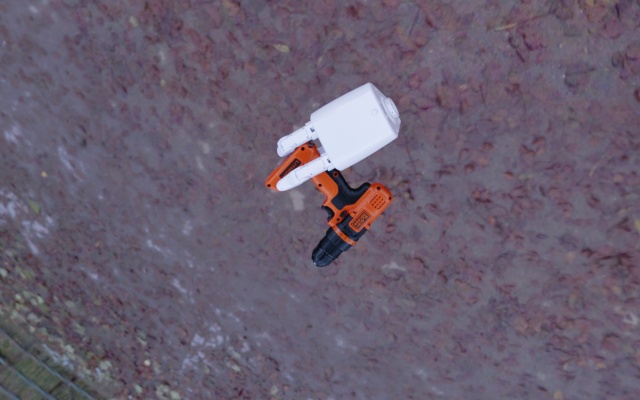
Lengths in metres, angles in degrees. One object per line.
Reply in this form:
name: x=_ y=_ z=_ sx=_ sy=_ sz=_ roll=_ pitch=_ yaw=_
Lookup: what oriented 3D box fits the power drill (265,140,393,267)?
power drill: x=0.000 y=0.002 z=0.811 sx=0.188 sy=0.184 sz=0.057 roll=40 pitch=11 yaw=-12
